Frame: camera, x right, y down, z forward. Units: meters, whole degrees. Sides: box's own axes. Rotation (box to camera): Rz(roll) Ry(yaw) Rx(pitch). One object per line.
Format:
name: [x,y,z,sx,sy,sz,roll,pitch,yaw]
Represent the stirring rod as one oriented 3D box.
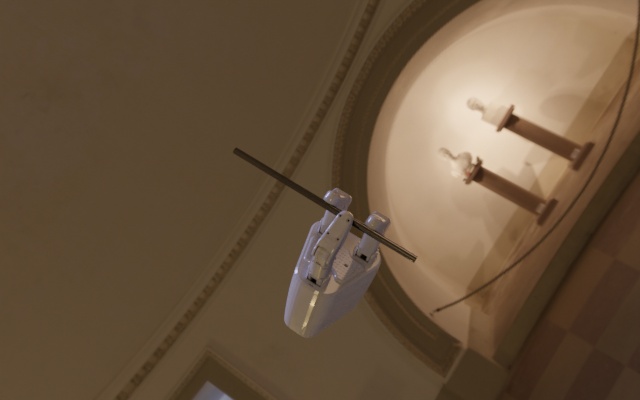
stirring rod: [0.000,0.002,0.529,0.239,0.011,0.011,31,8,14]
